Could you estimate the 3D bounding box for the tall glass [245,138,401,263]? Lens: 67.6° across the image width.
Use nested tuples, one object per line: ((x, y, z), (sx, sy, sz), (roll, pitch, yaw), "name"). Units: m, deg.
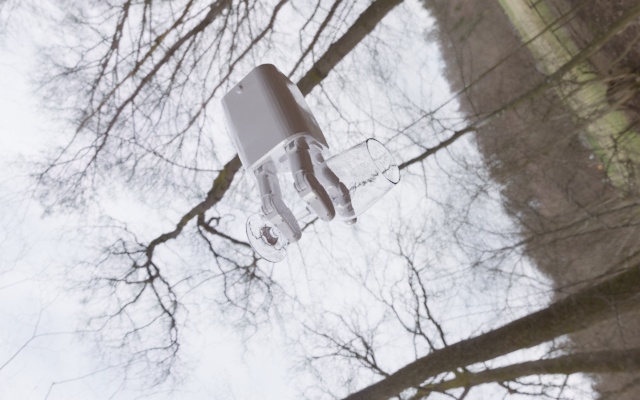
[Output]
((0.000, 0.002, 0.591), (0.201, 0.079, 0.079), (-33, -18, 30), "tall glass")
